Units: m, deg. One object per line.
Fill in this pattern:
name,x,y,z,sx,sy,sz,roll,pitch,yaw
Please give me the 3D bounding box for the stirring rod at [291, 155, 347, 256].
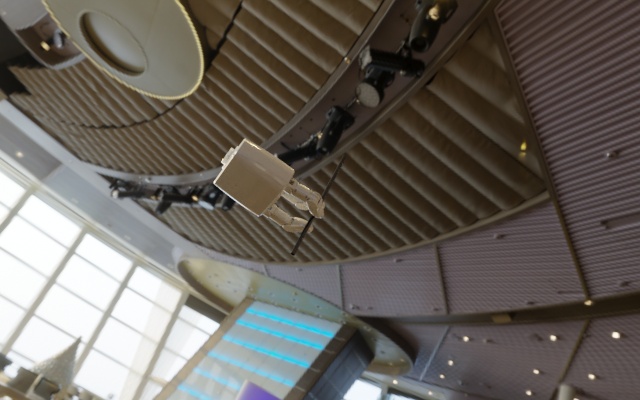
stirring rod,0.000,0.003,0.899,0.011,0.239,0.011,20,-31,13
